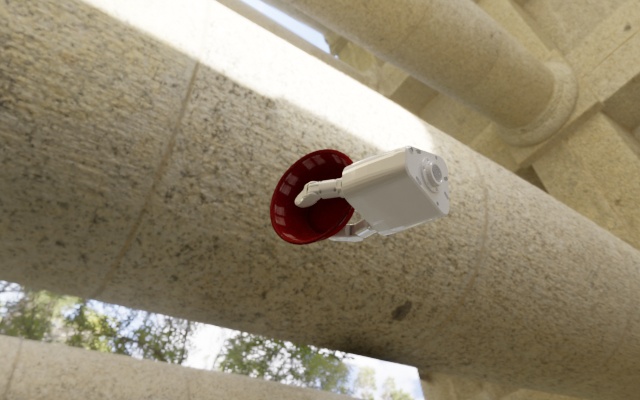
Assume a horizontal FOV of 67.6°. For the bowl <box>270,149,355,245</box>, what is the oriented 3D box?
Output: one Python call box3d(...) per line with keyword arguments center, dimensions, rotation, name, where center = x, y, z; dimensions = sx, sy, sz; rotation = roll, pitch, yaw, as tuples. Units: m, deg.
box3d(center=(-0.001, 0.003, 0.746), dimensions=(0.162, 0.162, 0.055), rotation=(0, -25, 36), name="bowl")
